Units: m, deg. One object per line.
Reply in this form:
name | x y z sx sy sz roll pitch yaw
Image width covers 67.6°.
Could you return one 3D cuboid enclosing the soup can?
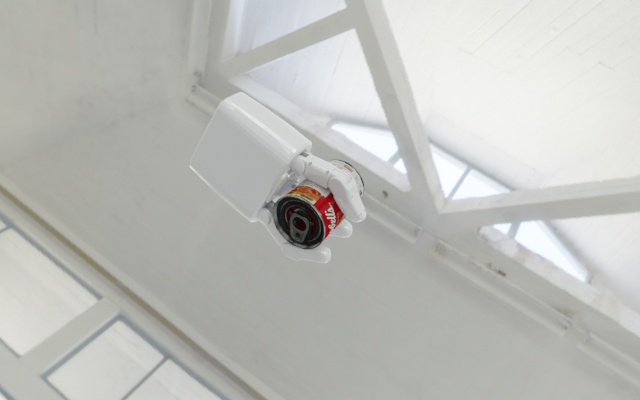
soup can | 0.001 0.002 0.559 0.068 0.068 0.102 0 27 34
